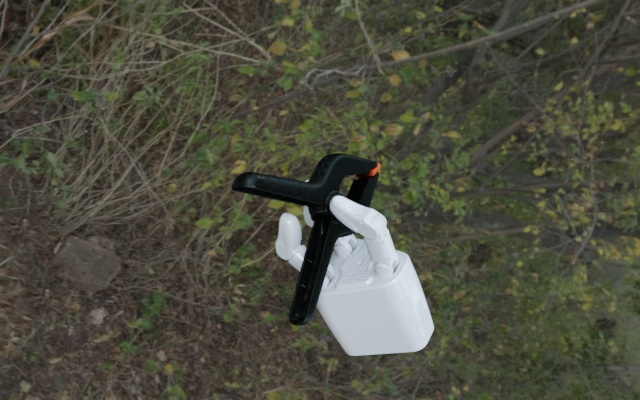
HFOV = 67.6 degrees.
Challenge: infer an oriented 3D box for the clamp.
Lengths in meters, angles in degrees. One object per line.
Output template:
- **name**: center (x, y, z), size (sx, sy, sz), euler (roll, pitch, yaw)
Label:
- **clamp**: center (0.001, 0.002, 0.505), size (0.036, 0.165, 0.210), euler (-1, 34, 39)
